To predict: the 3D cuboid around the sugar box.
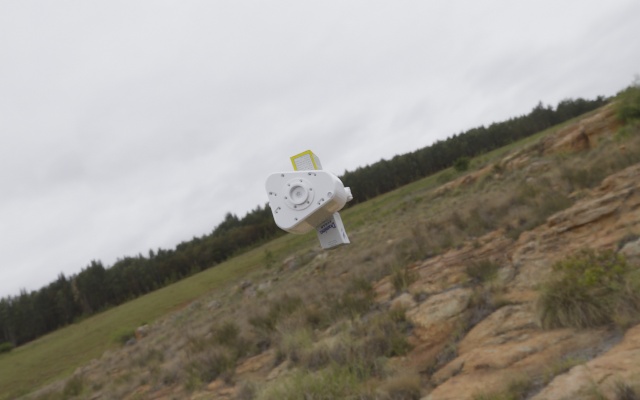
[{"bbox_3d":[0.000,0.003,0.868,0.048,0.176,0.093,-19,-9,8],"label":"sugar box"}]
